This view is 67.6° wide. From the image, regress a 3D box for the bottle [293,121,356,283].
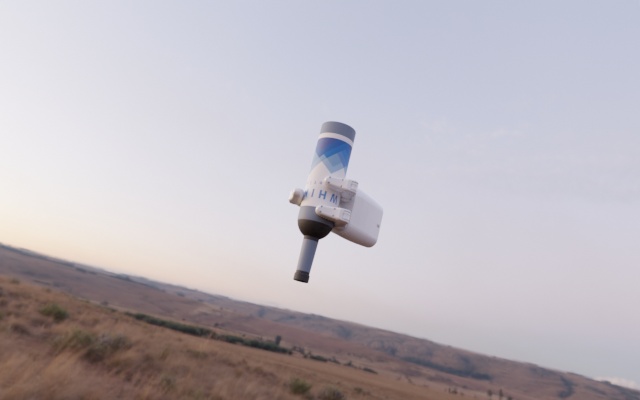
[{"bbox_3d":[0.000,0.003,0.867,0.069,0.295,0.069,13,-15,4],"label":"bottle"}]
